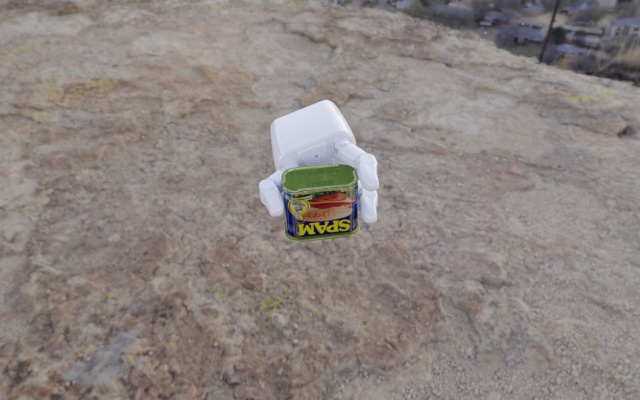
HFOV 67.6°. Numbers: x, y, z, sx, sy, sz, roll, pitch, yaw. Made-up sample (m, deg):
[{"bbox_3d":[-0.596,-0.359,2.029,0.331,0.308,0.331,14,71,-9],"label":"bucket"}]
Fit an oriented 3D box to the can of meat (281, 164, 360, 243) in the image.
[{"bbox_3d":[0.000,0.002,0.623,0.102,0.084,0.057,-6,38,-5],"label":"can of meat"}]
